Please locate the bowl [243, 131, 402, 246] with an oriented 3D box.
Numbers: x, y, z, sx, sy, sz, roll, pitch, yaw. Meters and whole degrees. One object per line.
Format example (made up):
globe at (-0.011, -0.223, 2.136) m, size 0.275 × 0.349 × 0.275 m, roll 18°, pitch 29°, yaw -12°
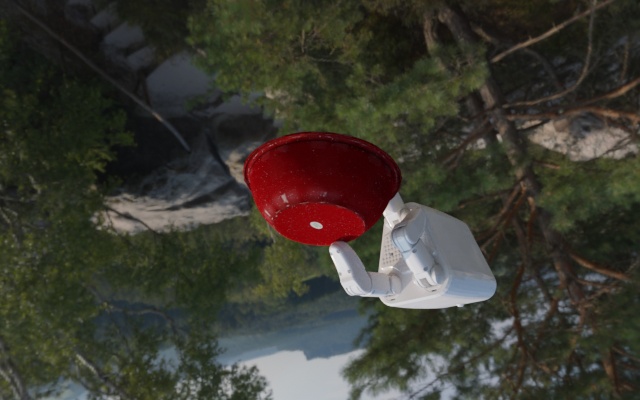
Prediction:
bowl at (-0.001, 0.002, 0.477) m, size 0.162 × 0.055 × 0.162 m, roll 3°, pitch -30°, yaw 2°
